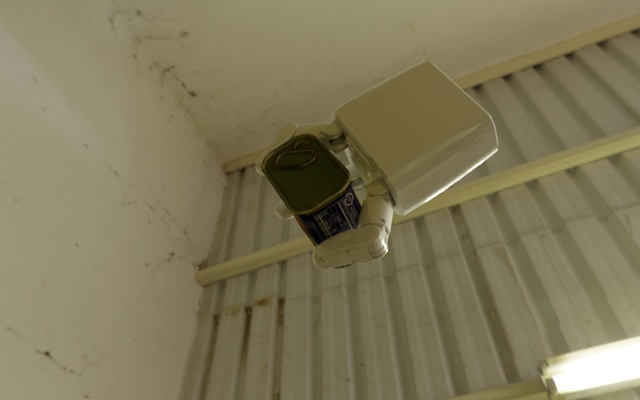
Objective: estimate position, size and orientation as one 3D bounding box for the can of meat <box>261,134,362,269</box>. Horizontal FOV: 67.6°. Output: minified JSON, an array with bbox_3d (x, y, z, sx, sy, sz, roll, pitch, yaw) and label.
[{"bbox_3d":[0.000,0.002,0.428,0.057,0.084,0.102,-33,40,-5],"label":"can of meat"}]
